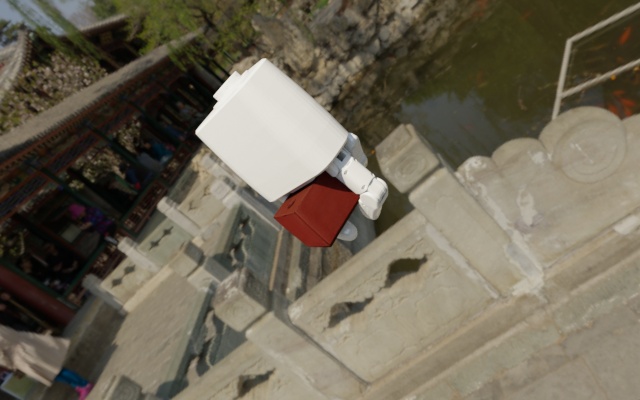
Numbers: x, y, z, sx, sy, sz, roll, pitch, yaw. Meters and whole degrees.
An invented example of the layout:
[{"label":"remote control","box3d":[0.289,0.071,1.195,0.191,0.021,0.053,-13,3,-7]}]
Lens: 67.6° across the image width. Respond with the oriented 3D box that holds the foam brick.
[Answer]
[{"label":"foam brick","box3d":[0.000,0.002,0.480,0.051,0.078,0.053,41,-24,-19]}]
